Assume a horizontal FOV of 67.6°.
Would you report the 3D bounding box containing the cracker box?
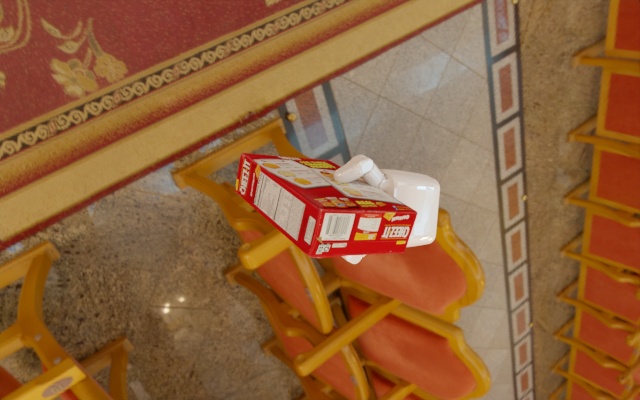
[{"bbox_3d":[0.000,0.002,0.668,0.164,0.072,0.213,2,21,-37],"label":"cracker box"}]
